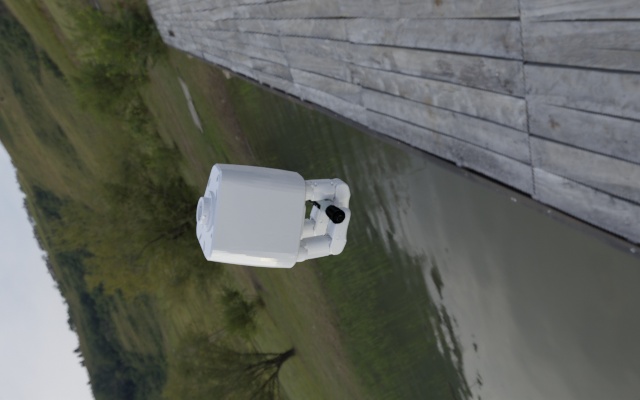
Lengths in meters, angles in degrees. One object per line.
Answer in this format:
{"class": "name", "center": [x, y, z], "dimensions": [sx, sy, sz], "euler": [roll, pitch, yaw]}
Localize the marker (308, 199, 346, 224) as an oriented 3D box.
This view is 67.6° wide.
{"class": "marker", "center": [0.000, 0.002, 0.615], "dimensions": [0.020, 0.020, 0.121], "euler": [0, 19, -24]}
